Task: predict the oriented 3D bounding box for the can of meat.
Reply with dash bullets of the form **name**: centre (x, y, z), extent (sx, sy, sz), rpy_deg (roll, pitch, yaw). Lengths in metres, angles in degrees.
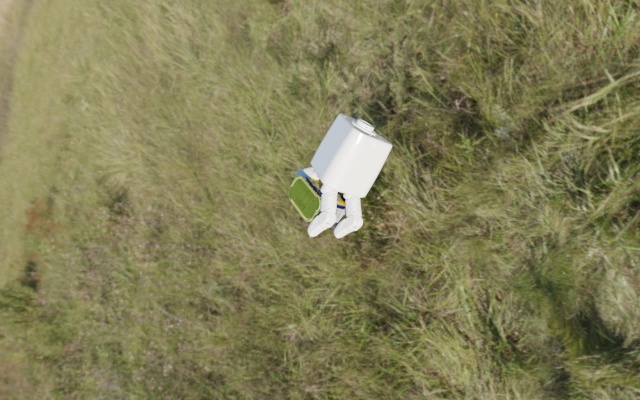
- **can of meat**: centre (0.000, 0.003, 0.866), extent (0.084, 0.057, 0.102), rpy_deg (14, 26, -40)
